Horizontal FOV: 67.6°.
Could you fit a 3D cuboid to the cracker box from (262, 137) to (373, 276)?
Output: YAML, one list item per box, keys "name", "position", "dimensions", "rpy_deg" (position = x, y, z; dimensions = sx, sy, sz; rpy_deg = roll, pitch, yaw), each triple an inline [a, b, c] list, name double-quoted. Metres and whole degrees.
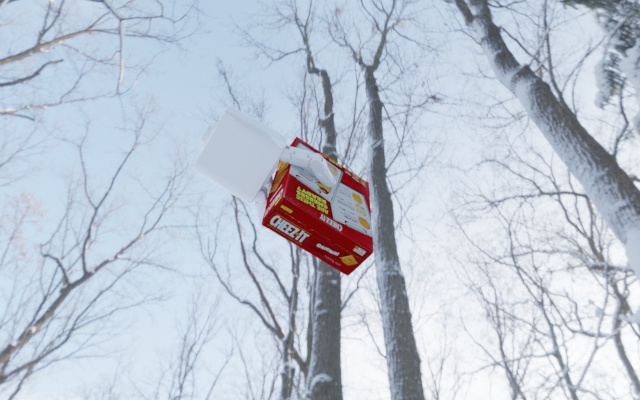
- name: "cracker box"
  position: [0.000, 0.002, 0.790]
  dimensions: [0.164, 0.072, 0.213]
  rpy_deg: [32, 28, -15]
